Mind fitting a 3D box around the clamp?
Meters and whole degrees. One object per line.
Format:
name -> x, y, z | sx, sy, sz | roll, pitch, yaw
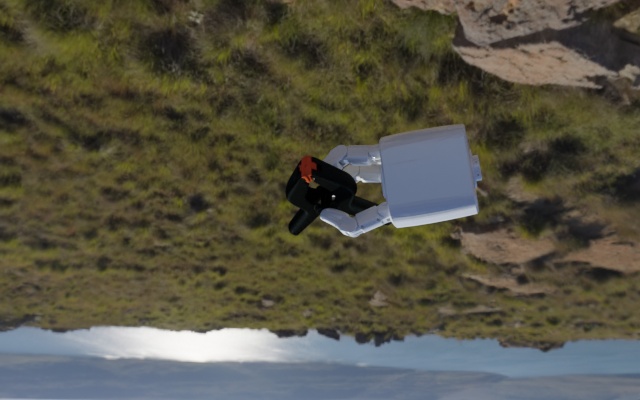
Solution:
clamp -> 0.000, 0.003, 0.662 | 0.164, 0.036, 0.210 | -11, -26, 18
